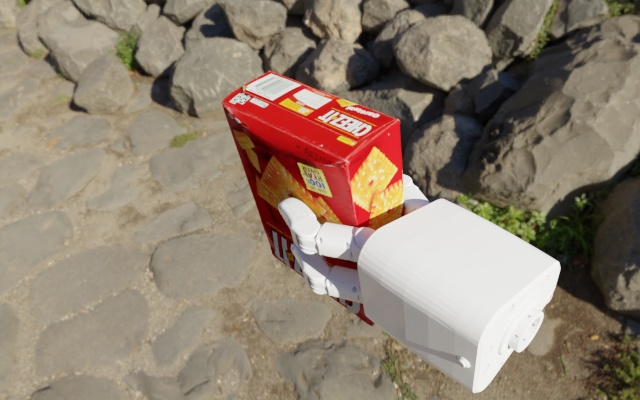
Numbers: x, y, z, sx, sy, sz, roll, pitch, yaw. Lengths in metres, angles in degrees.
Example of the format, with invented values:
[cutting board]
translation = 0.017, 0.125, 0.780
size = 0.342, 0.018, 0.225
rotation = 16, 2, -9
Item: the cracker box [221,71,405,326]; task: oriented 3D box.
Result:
[cracker box]
translation = 0.000, 0.001, 0.464
size = 0.072, 0.214, 0.164
rotation = -37, 47, -26
